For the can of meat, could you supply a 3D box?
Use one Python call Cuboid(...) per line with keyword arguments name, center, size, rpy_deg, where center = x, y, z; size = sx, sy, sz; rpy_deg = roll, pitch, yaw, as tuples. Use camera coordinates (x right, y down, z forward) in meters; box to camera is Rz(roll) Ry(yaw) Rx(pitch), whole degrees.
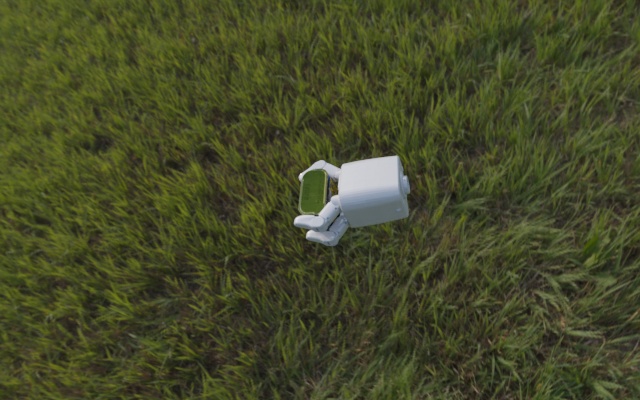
Cuboid(name="can of meat", center=(0.000, 0.003, 0.889), size=(0.057, 0.102, 0.084), rpy_deg=(-6, -31, 18))
